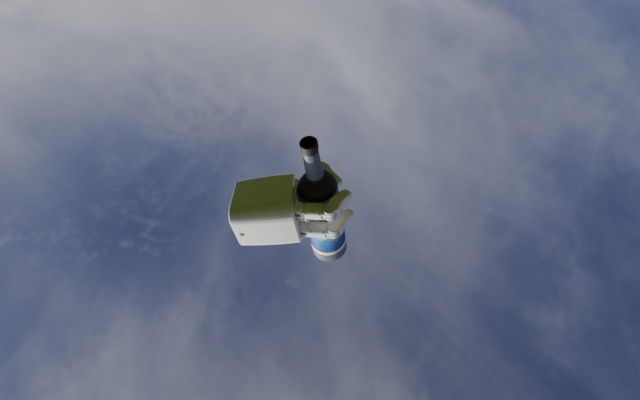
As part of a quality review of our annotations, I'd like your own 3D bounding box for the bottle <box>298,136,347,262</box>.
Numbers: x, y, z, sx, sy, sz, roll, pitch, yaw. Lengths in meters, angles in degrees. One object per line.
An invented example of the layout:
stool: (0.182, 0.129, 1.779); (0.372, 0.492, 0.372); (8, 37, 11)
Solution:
bottle: (0.000, 0.003, 0.808); (0.069, 0.069, 0.296); (0, -36, 9)
